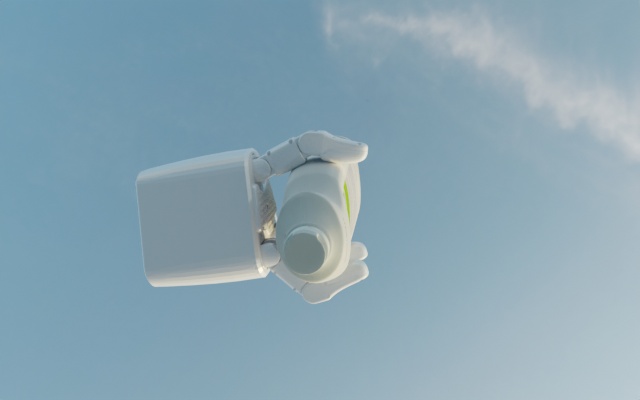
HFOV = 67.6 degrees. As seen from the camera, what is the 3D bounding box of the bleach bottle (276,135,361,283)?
[{"bbox_3d":[0.000,0.001,0.432,0.068,0.102,0.250,-8,11,7],"label":"bleach bottle"}]
